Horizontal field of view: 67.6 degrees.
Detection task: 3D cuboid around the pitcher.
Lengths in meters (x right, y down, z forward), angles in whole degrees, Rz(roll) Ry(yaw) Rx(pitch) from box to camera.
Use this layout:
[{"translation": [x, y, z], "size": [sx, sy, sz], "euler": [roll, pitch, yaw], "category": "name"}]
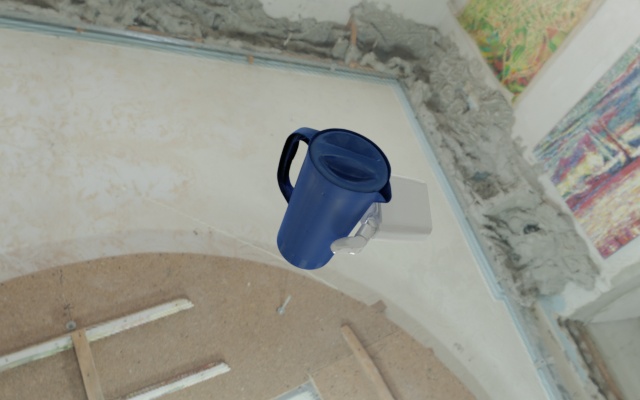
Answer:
[{"translation": [0.000, 0.003, 0.791], "size": [0.145, 0.149, 0.243], "euler": [5, -41, -21], "category": "pitcher"}]
